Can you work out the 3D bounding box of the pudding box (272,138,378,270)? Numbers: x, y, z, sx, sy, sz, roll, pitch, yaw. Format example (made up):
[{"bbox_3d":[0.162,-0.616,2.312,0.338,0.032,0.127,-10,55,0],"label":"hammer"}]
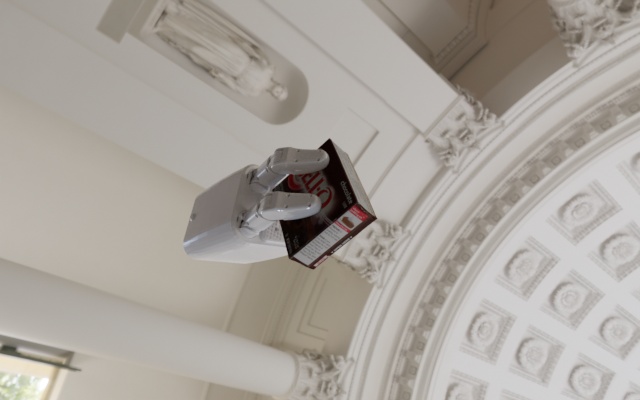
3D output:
[{"bbox_3d":[0.000,0.002,0.492,0.090,0.113,0.039,-41,-50,18],"label":"pudding box"}]
